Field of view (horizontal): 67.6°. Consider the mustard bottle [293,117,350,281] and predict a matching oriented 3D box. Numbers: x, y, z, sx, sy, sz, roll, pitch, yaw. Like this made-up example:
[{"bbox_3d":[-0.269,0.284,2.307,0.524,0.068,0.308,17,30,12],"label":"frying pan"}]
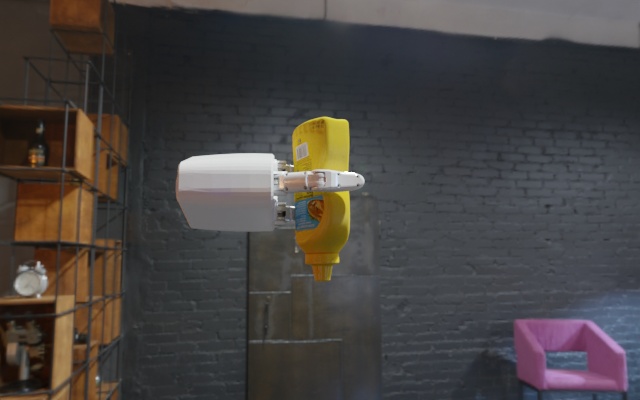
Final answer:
[{"bbox_3d":[0.000,0.002,0.585,0.058,0.191,0.096,3,-8,-29],"label":"mustard bottle"}]
